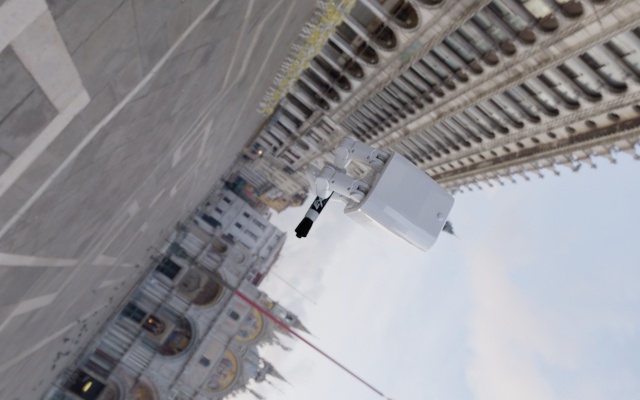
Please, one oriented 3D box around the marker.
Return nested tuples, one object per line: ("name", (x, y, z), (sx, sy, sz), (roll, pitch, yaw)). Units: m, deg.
("marker", (0.000, 0.002, 0.656), (0.020, 0.121, 0.020), (26, -26, 14))
